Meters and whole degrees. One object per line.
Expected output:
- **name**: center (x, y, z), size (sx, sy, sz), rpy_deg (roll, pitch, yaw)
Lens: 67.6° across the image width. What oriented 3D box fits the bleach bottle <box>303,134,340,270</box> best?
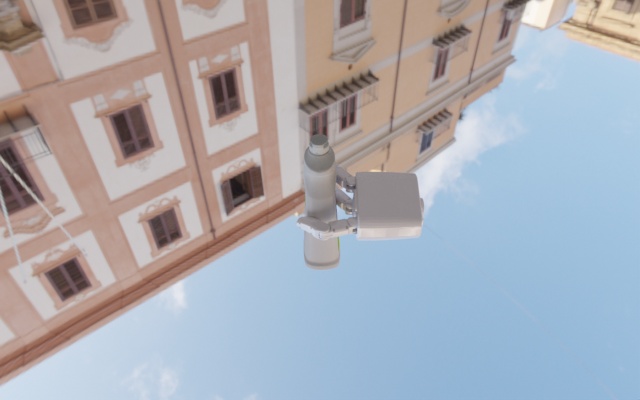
- **bleach bottle**: center (0.000, 0.003, 0.814), size (0.068, 0.251, 0.102), rpy_deg (-2, 44, -1)
